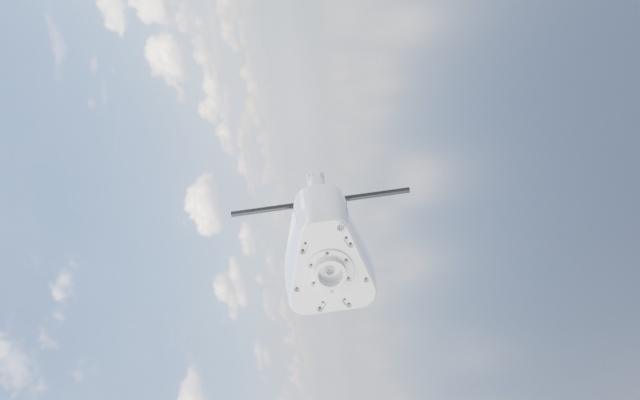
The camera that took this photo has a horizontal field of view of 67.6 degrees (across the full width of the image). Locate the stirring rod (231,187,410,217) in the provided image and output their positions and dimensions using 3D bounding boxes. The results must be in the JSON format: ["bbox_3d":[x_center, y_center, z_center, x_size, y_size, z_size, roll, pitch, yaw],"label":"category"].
[{"bbox_3d":[0.000,0.002,0.640,0.239,0.011,0.011,-8,0,-1],"label":"stirring rod"}]
